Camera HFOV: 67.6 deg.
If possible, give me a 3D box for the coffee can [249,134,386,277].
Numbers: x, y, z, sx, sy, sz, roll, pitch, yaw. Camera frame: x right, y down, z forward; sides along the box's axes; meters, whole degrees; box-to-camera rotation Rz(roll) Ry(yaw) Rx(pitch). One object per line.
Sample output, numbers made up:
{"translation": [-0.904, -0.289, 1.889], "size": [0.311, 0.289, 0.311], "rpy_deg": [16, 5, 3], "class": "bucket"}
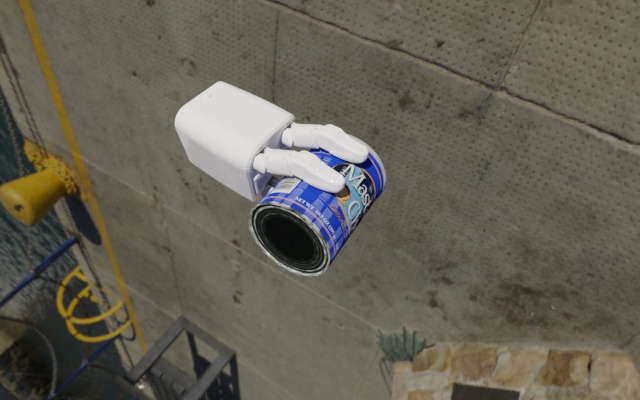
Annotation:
{"translation": [0.000, 0.002, 0.548], "size": [0.103, 0.103, 0.140], "rpy_deg": [0, 37, 38], "class": "coffee can"}
